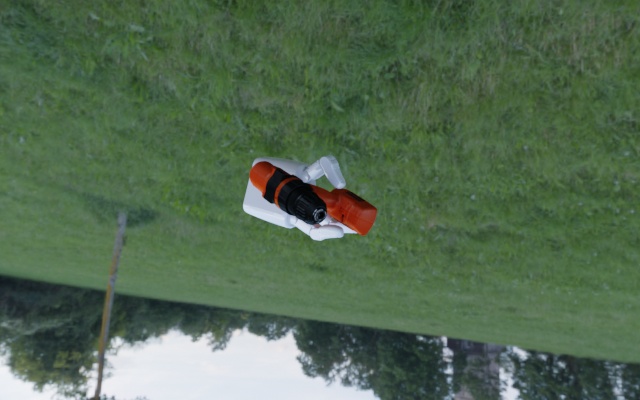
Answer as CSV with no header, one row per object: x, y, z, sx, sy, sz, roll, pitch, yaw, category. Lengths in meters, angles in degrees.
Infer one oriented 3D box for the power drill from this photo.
0.000,0.002,0.745,0.188,0.057,0.184,20,11,-40,power drill
